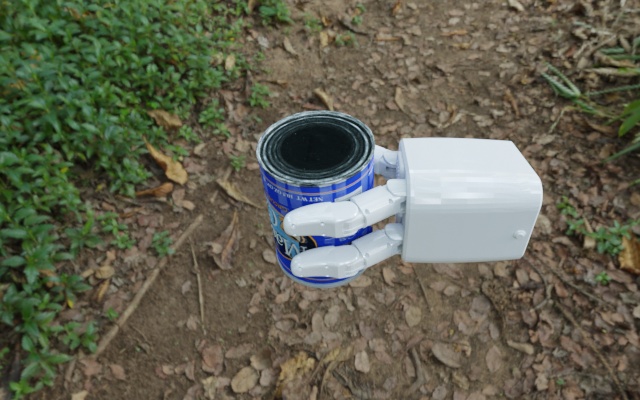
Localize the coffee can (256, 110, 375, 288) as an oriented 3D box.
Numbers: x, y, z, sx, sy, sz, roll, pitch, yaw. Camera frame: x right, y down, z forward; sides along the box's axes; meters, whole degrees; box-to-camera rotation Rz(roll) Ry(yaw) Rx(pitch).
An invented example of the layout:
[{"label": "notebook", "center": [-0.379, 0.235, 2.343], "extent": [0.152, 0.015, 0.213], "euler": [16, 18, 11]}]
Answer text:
[{"label": "coffee can", "center": [0.000, 0.002, 0.457], "extent": [0.103, 0.140, 0.102], "euler": [-3, 45, 3]}]
